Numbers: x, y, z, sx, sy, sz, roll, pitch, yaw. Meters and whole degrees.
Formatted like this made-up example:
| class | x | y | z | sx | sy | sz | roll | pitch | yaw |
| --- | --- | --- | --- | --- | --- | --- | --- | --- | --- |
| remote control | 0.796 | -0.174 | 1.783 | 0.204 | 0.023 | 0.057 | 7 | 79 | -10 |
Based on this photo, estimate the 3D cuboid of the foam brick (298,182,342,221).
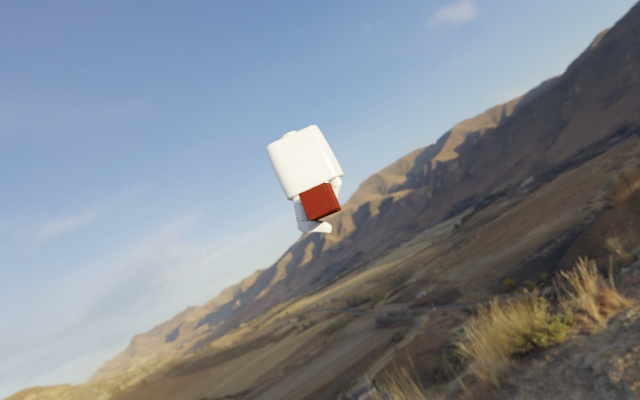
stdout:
| class | x | y | z | sx | sy | sz | roll | pitch | yaw |
| --- | --- | --- | --- | --- | --- | --- | --- | --- | --- |
| foam brick | 0.000 | 0.003 | 0.826 | 0.053 | 0.051 | 0.078 | -23 | -5 | 7 |
